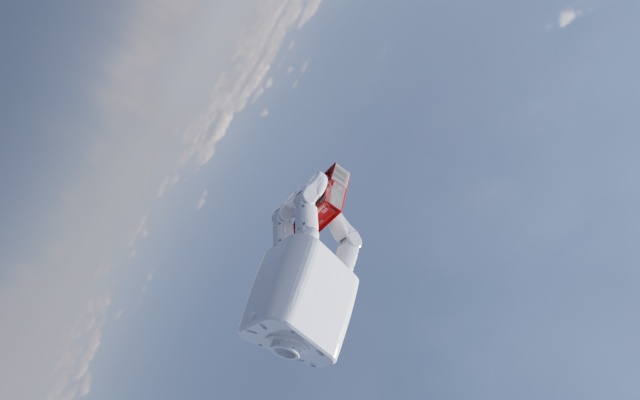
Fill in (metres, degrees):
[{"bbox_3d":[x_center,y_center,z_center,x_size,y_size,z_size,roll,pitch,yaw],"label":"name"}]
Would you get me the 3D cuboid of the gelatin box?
[{"bbox_3d":[0.001,0.002,0.621,0.030,0.089,0.073,36,-54,-15],"label":"gelatin box"}]
